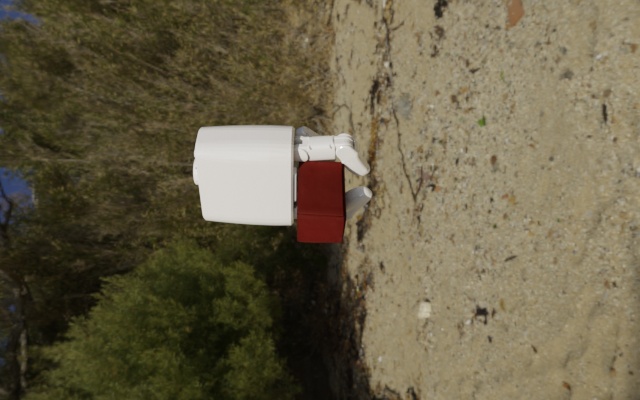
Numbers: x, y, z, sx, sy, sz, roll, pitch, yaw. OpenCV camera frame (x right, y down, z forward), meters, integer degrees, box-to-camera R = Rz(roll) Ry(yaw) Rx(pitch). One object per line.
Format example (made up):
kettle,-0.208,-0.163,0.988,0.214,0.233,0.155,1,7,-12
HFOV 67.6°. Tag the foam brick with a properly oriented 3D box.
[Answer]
foam brick,0.000,0.002,0.526,0.051,0.078,0.053,2,-39,-2
